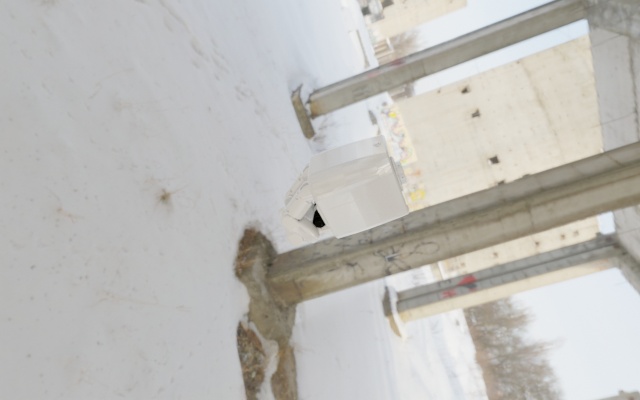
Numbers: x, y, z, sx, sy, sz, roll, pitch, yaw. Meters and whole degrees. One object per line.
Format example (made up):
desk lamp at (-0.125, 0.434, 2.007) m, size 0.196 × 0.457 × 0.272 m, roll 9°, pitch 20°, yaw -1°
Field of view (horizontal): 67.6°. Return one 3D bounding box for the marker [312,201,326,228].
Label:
marker at (0.000, 0.002, 0.685) m, size 0.020 × 0.020 × 0.121 m, roll 0°, pitch 29°, yaw 2°
